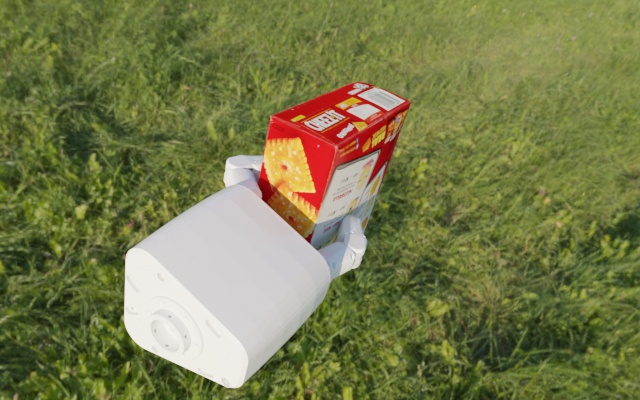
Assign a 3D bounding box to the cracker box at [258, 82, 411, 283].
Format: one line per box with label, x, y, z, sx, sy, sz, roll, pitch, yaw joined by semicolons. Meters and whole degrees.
cracker box;0.000;0.002;0.480;0.072;0.214;0.164;28;35;18
